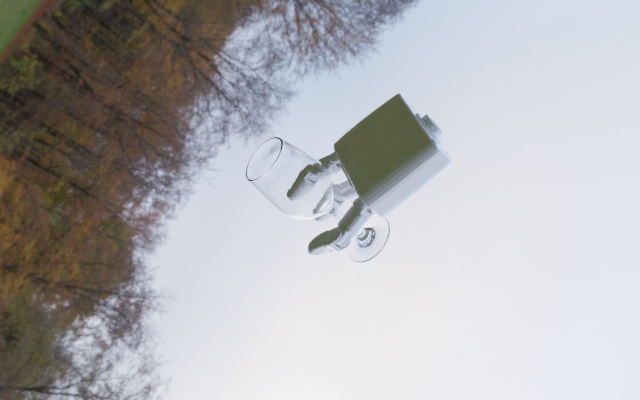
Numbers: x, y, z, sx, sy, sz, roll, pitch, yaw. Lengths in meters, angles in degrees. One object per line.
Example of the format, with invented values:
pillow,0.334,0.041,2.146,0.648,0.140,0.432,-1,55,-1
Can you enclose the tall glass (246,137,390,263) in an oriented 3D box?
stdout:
tall glass,0.000,0.002,0.606,0.201,0.079,0.079,37,-23,-33
